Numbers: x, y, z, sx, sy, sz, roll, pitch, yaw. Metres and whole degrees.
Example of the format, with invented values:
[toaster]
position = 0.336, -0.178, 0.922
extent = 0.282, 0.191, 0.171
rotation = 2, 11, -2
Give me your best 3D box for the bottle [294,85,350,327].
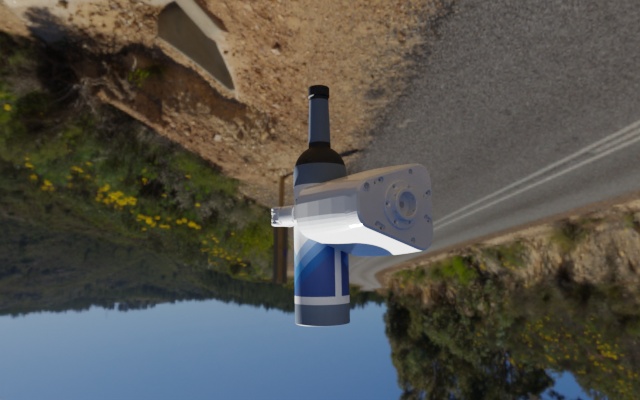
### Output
[bottle]
position = 0.000, 0.002, 0.595
extent = 0.069, 0.295, 0.069
rotation = -1, -7, 0
